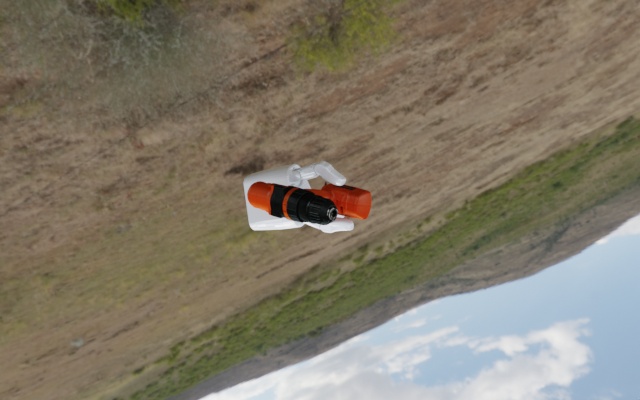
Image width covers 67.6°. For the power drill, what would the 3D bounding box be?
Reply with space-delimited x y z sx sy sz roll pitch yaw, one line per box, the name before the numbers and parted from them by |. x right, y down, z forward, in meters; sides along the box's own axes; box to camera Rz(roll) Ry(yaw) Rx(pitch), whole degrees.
power drill | 0.000 0.003 0.792 0.184 0.057 0.187 16 9 42
